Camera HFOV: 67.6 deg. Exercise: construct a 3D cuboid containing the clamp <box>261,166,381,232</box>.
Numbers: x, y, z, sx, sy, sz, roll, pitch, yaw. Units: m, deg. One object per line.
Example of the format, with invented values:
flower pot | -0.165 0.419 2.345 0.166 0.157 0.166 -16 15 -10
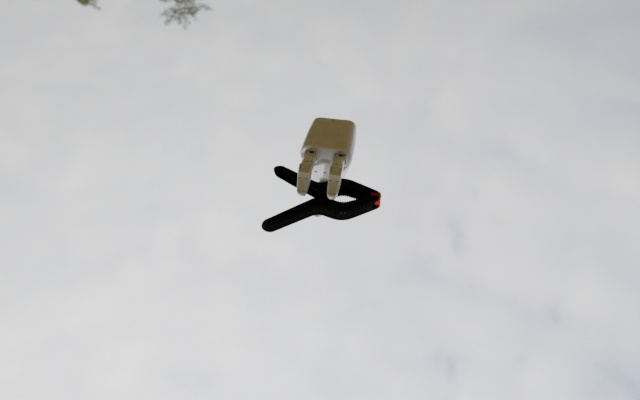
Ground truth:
clamp | 0.001 0.003 0.849 0.210 0.036 0.164 6 44 8
